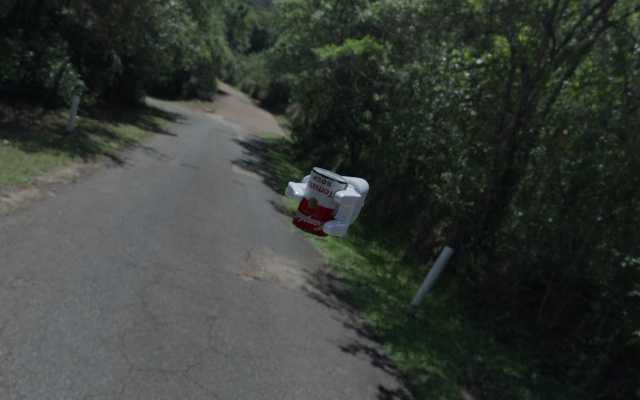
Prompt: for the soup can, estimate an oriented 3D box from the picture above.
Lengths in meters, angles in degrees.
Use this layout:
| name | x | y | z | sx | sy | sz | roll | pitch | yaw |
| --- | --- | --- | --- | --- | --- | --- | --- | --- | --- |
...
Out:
| name | x | y | z | sx | sy | sz | roll | pitch | yaw |
| --- | --- | --- | --- | --- | --- | --- | --- | --- | --- |
| soup can | 0.000 | 0.002 | 0.819 | 0.068 | 0.102 | 0.068 | 21 | 12 | -4 |
